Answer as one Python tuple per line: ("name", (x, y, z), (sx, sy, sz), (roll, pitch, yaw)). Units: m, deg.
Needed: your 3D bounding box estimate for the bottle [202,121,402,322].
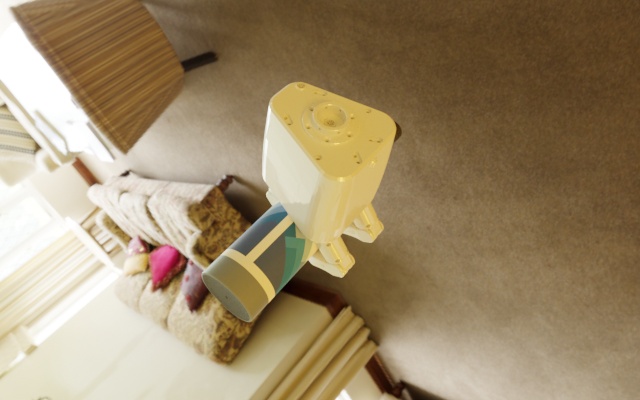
("bottle", (0.000, 0.002, 0.528), (0.295, 0.069, 0.069), (-45, 26, -29))
